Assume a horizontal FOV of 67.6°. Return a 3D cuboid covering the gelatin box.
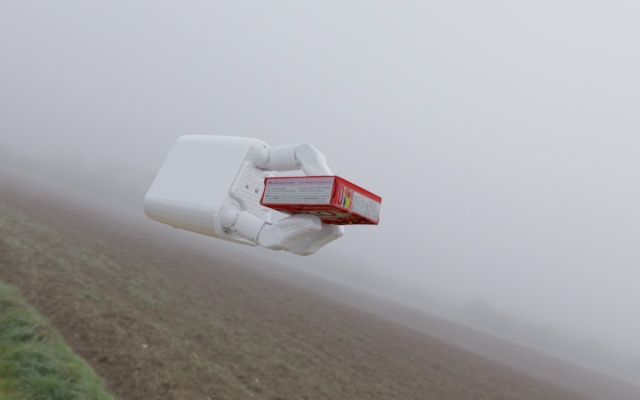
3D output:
[{"bbox_3d":[0.000,0.001,0.443,0.089,0.030,0.073,0,-15,39],"label":"gelatin box"}]
